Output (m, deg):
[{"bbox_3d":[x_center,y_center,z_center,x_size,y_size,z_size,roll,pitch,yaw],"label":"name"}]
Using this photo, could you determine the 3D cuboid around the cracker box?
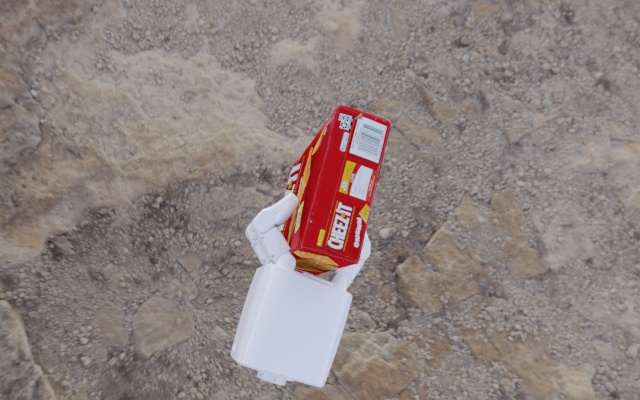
[{"bbox_3d":[0.000,0.002,0.587,0.072,0.164,0.214,18,-16,-12],"label":"cracker box"}]
